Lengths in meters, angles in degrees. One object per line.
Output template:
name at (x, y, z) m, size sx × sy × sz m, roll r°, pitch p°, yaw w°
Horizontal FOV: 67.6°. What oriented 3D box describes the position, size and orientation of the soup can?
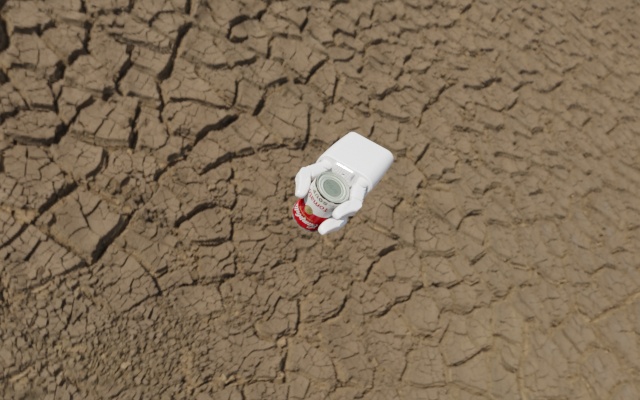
soup can at (0.000, 0.003, 0.852) m, size 0.068 × 0.068 × 0.102 m, roll 0°, pitch -31°, yaw -31°
